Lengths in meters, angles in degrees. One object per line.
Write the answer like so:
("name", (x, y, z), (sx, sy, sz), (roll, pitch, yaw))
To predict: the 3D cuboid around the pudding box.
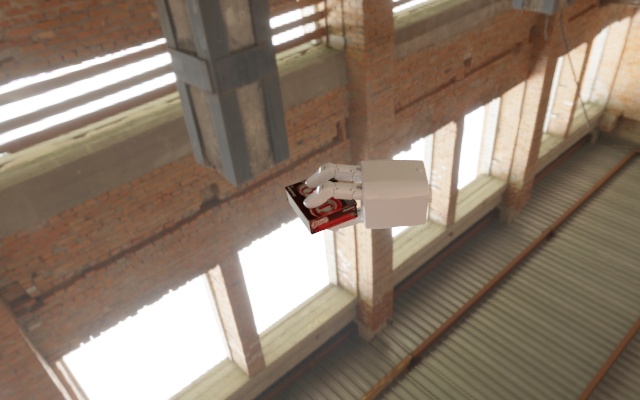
("pudding box", (0.000, 0.003, 0.830), (0.090, 0.039, 0.113), (-20, 38, -16))
